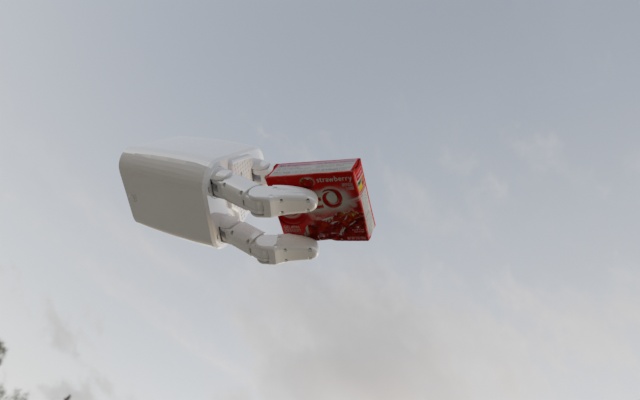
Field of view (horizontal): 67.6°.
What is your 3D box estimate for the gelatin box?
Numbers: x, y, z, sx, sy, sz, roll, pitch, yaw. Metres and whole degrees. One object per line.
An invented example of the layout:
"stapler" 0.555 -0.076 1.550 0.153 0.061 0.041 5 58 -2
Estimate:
"gelatin box" 0.001 0.001 0.443 0.089 0.073 0.030 -2 30 23
